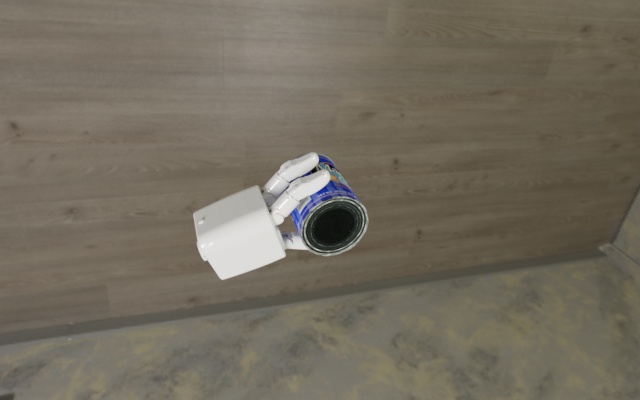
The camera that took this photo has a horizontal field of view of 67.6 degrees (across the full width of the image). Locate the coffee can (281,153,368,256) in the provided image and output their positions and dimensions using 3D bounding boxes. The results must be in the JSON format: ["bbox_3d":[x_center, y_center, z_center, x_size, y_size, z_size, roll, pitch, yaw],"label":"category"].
[{"bbox_3d":[0.000,0.002,0.735,0.103,0.103,0.140,0,31,-21],"label":"coffee can"}]
